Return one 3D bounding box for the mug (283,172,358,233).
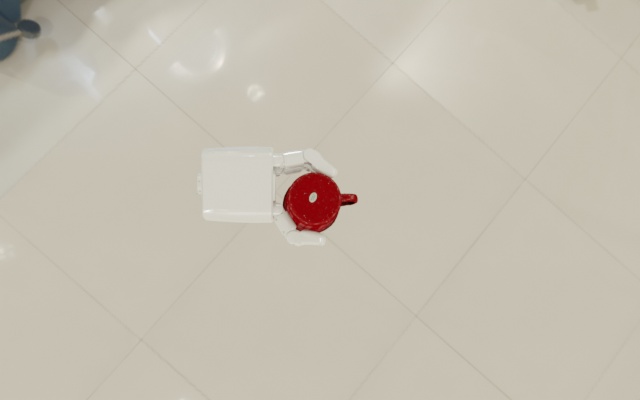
[{"bbox_3d":[0.002,0.002,0.739,0.117,0.093,0.081,-2,-7,-5],"label":"mug"}]
